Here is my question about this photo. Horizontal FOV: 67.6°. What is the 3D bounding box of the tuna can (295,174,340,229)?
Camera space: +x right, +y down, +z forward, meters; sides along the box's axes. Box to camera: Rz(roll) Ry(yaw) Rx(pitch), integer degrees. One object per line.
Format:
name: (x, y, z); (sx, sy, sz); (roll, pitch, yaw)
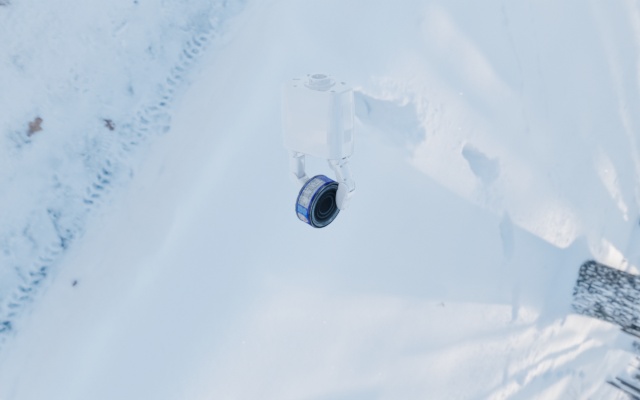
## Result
tuna can: (0.001, 0.003, 0.788); (0.033, 0.086, 0.086); (29, 17, 35)
